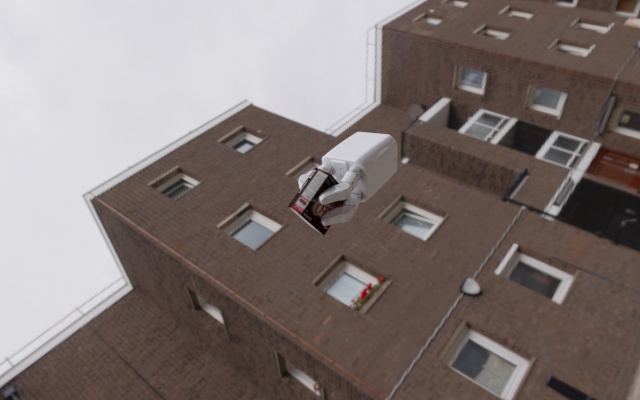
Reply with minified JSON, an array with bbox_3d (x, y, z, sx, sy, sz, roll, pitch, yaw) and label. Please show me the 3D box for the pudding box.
[{"bbox_3d":[0.000,0.003,0.864,0.039,0.090,0.113,30,-8,33],"label":"pudding box"}]
